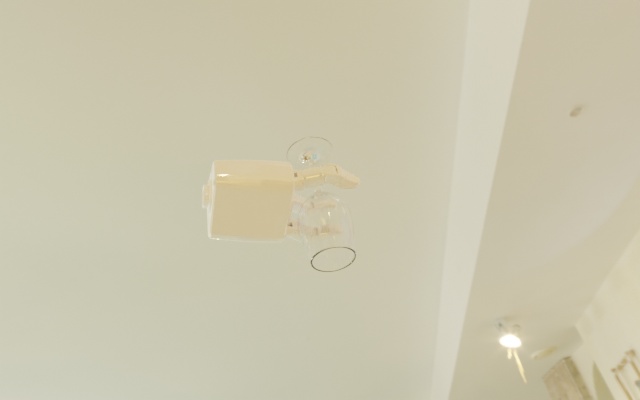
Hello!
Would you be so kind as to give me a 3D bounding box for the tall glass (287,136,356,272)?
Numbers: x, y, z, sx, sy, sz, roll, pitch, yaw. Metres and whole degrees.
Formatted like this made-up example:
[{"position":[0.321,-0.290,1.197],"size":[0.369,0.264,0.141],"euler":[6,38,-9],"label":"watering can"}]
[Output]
[{"position":[0.000,0.002,0.693],"size":[0.079,0.201,0.079],"euler":[-8,-38,-6],"label":"tall glass"}]
